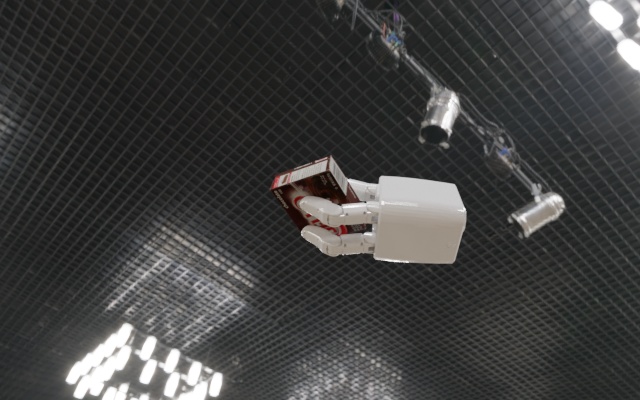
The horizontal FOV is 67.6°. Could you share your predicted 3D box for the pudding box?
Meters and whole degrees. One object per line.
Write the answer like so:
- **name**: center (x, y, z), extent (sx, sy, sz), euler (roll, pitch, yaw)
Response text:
- **pudding box**: center (0.000, 0.002, 0.645), extent (0.090, 0.113, 0.039), euler (-18, 34, 23)
